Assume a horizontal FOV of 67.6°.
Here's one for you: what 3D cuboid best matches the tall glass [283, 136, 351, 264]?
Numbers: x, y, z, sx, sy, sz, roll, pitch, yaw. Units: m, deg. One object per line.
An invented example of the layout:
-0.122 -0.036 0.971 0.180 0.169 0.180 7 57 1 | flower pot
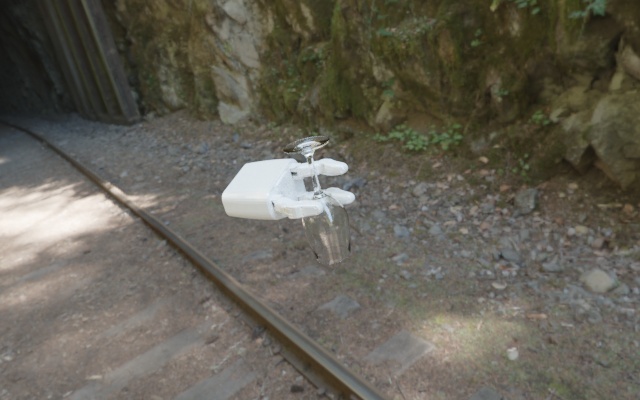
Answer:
0.000 0.002 0.775 0.079 0.201 0.079 -12 22 5 | tall glass
